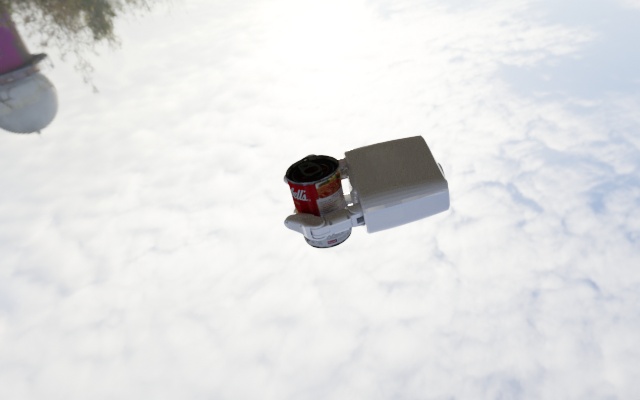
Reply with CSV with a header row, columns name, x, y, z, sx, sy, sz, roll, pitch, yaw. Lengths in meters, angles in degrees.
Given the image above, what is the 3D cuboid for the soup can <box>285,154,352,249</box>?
name,x,y,z,sx,sy,sz,roll,pitch,yaw
soup can,0.000,0.002,0.609,0.068,0.102,0.068,-10,32,6
